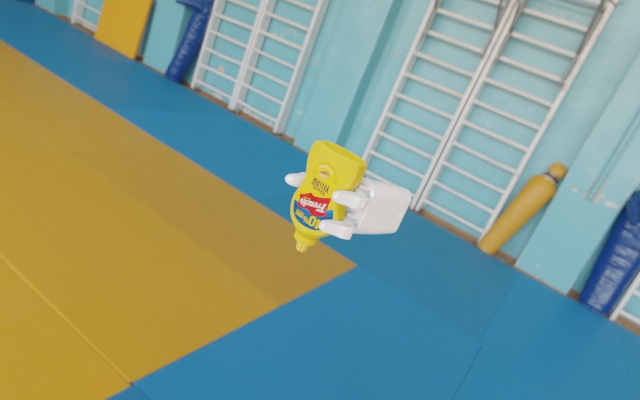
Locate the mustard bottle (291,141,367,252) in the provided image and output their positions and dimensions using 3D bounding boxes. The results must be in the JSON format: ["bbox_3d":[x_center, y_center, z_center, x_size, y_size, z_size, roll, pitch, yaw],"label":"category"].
[{"bbox_3d":[0.000,0.002,0.804,0.096,0.192,0.058,31,21,23],"label":"mustard bottle"}]
